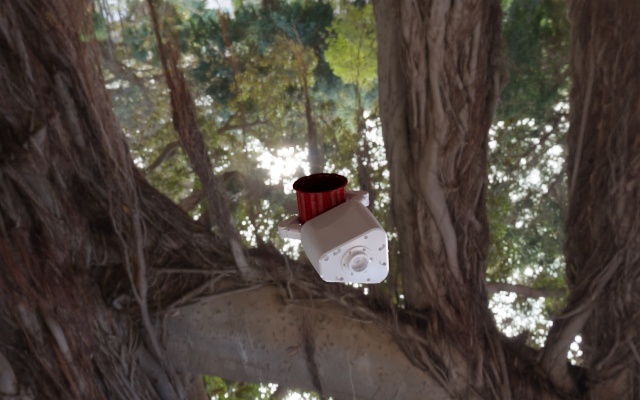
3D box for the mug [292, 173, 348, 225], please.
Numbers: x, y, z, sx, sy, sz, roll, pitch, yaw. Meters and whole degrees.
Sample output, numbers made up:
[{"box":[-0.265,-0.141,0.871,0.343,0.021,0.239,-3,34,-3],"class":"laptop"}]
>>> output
[{"box":[0.000,0.002,0.814,0.093,0.081,0.117,-10,23,-10],"class":"mug"}]
